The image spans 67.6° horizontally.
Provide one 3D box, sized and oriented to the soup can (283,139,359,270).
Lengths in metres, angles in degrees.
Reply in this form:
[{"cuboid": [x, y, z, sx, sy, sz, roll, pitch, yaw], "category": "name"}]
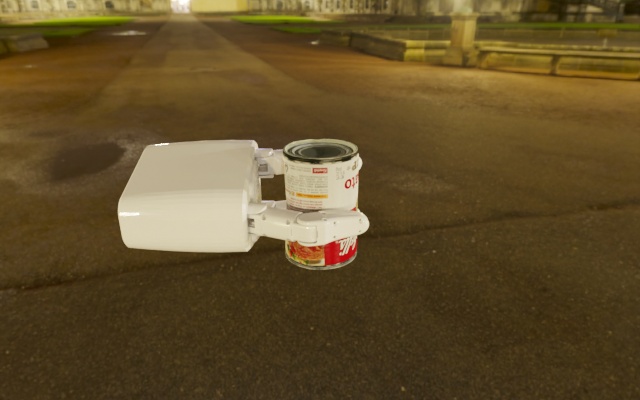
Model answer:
[{"cuboid": [0.001, 0.001, 0.432, 0.068, 0.102, 0.068, 0, 22, 0], "category": "soup can"}]
